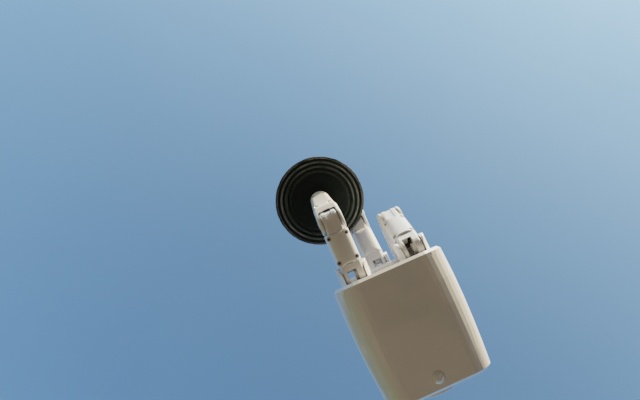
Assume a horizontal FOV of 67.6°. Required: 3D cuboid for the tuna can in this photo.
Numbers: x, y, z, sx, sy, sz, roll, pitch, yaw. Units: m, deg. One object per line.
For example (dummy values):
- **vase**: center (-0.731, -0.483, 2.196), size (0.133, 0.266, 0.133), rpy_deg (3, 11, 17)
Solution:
- **tuna can**: center (0.000, 0.002, 0.476), size (0.086, 0.086, 0.034), rpy_deg (0, -7, 4)
